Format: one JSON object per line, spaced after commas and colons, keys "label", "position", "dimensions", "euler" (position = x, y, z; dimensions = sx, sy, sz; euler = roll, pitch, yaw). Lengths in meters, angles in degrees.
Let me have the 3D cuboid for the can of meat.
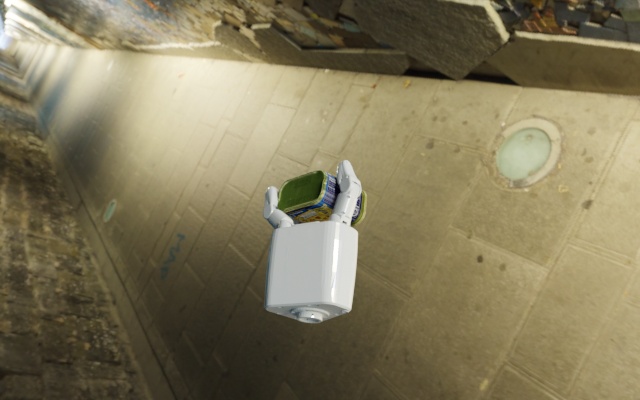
{"label": "can of meat", "position": [0.000, 0.002, 0.682], "dimensions": [0.084, 0.057, 0.102], "euler": [27, -30, -37]}
